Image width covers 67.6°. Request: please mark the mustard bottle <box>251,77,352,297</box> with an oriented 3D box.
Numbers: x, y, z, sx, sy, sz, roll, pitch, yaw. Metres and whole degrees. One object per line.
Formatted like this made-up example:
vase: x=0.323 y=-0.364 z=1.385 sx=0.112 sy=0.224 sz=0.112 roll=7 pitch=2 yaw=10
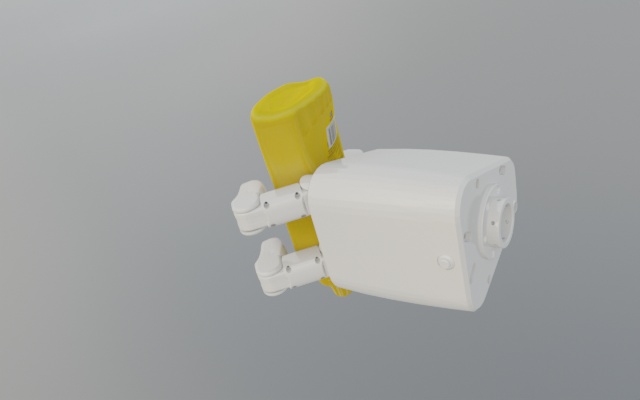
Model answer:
mustard bottle: x=0.000 y=0.001 z=0.404 sx=0.058 sy=0.192 sz=0.096 roll=-8 pitch=27 yaw=16
